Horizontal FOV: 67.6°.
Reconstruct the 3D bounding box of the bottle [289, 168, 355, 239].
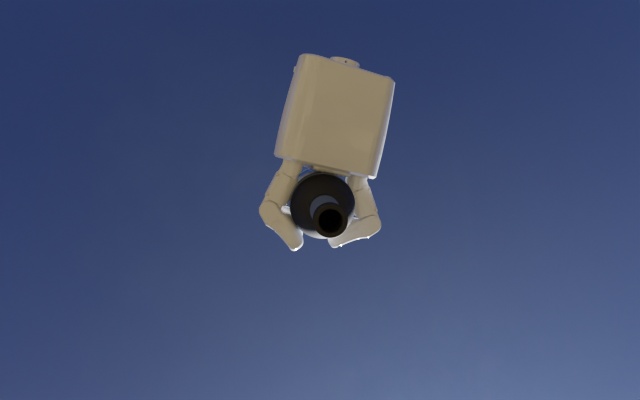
[{"bbox_3d":[0.000,0.002,0.516,0.069,0.069,0.295,0,6,-3],"label":"bottle"}]
